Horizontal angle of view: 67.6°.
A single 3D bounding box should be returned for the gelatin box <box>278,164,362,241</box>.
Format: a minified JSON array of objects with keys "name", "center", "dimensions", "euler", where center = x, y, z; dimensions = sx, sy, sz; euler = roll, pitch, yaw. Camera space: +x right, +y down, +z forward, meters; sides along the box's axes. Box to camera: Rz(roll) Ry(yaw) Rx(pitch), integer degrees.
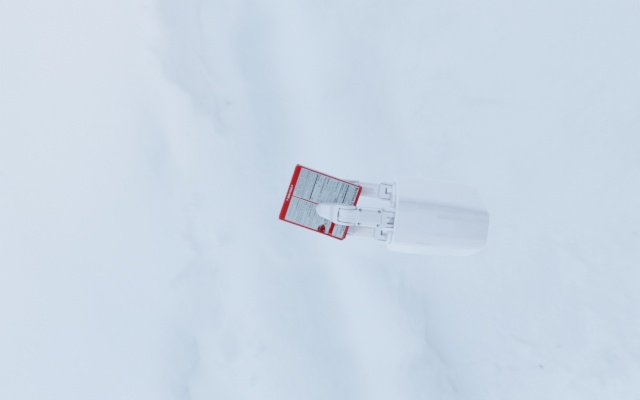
[{"name":"gelatin box","center":[0.000,0.002,0.605],"dimensions":[0.089,0.073,0.030],"euler":[19,6,-1]}]
